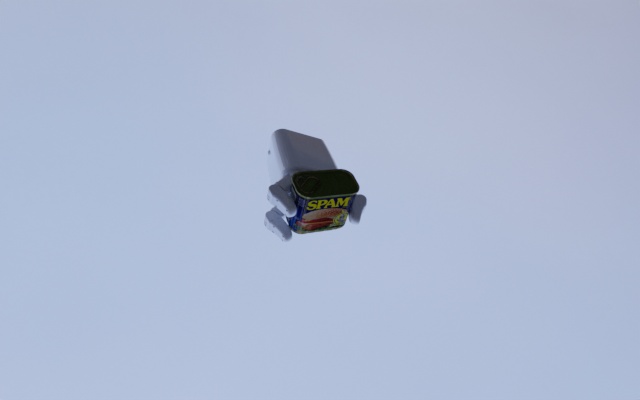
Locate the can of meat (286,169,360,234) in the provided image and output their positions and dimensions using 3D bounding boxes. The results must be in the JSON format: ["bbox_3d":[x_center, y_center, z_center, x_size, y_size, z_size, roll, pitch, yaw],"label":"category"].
[{"bbox_3d":[0.000,0.003,0.742,0.102,0.084,0.057,-6,47,-22],"label":"can of meat"}]
